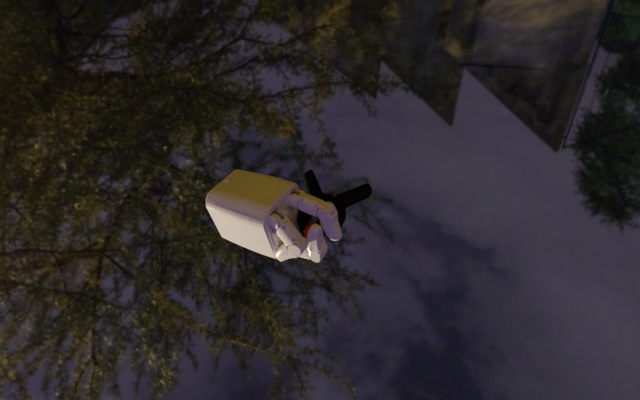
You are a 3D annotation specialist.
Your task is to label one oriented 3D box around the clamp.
[{"bbox_3d":[0.000,0.003,0.771,0.120,0.039,0.171,15,33,22],"label":"clamp"}]
